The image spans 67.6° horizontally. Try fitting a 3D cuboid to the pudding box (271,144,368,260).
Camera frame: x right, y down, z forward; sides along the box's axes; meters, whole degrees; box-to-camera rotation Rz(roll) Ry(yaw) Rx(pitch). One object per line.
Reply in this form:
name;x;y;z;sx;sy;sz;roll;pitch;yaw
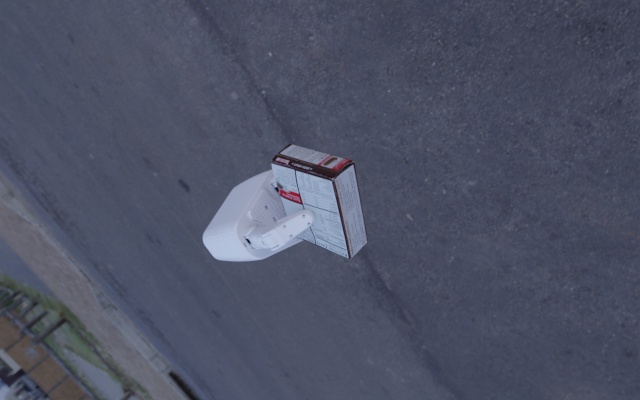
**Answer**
pudding box;0.000;0.002;0.518;0.090;0.114;0.039;18;48;35
